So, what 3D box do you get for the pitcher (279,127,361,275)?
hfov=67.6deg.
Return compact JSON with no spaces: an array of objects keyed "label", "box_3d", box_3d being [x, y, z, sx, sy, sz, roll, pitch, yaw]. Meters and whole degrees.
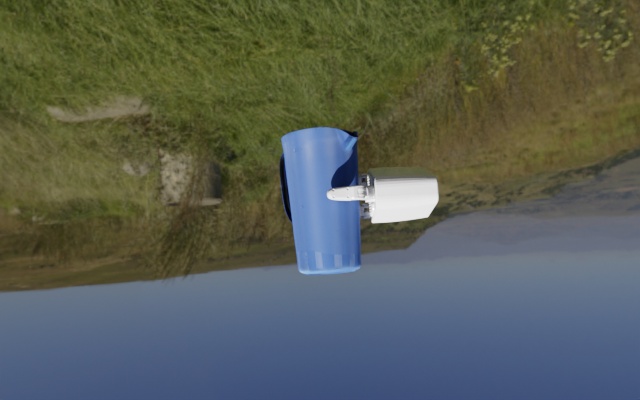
[{"label":"pitcher","box_3d":[0.000,0.003,0.829,0.145,0.243,0.149,-4,-5,0]}]
